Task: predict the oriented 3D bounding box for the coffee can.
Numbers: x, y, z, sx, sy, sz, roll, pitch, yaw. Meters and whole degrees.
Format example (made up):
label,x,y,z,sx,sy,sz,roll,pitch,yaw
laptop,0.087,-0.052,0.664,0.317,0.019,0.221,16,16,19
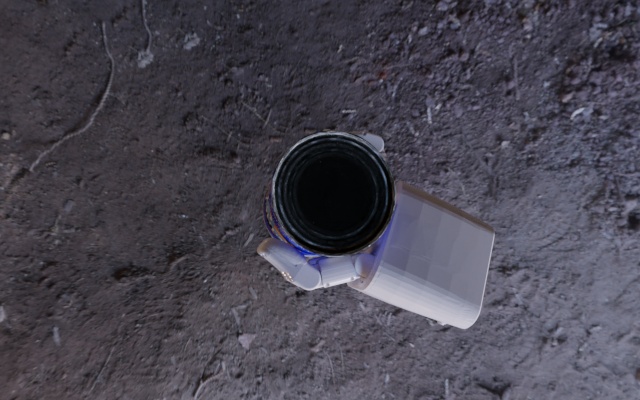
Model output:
label,x,y,z,sx,sy,sz,roll,pitch,yaw
coffee can,0.000,0.001,0.448,0.103,0.103,0.140,0,-6,-9
